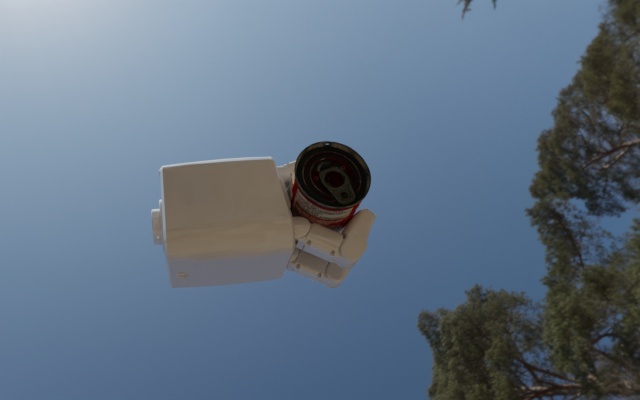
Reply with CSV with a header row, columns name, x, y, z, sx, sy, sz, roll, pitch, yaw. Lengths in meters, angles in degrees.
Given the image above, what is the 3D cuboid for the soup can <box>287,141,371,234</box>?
name,x,y,z,sx,sy,sz,roll,pitch,yaw
soup can,0.000,0.001,0.451,0.068,0.068,0.102,0,-29,-14
